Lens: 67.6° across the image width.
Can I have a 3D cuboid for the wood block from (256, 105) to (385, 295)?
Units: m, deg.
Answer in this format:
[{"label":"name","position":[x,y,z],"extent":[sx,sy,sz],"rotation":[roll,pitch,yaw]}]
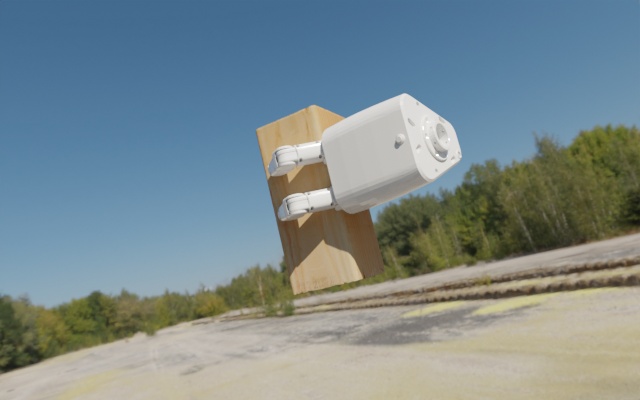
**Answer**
[{"label":"wood block","position":[0.001,0.002,0.591],"extent":[0.090,0.206,0.091],"rotation":[-18,-10,27]}]
